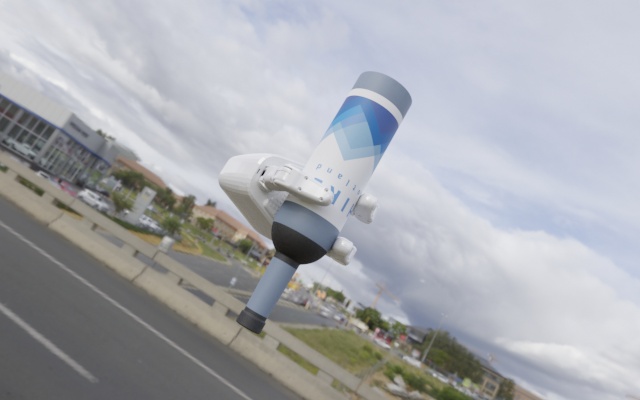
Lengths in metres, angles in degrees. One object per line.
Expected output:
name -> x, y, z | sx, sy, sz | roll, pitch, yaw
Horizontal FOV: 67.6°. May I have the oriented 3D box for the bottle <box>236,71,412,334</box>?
bottle -> 0.000, 0.001, 0.503 | 0.069, 0.295, 0.069 | 29, -12, 7
